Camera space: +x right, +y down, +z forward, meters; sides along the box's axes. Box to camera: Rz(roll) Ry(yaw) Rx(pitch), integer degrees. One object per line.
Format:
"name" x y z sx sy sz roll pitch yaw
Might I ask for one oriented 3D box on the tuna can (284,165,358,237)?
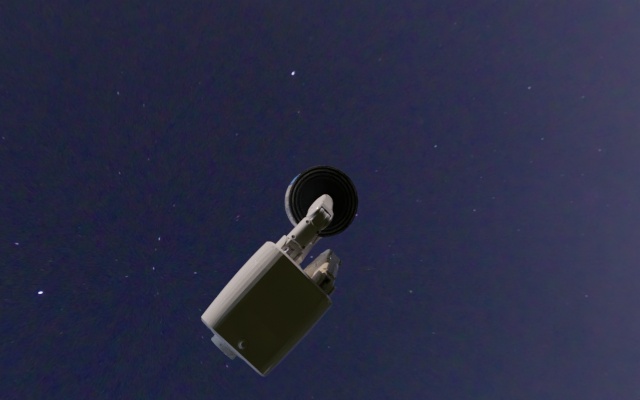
"tuna can" 0.000 0.002 0.581 0.086 0.086 0.034 0 -4 -15
